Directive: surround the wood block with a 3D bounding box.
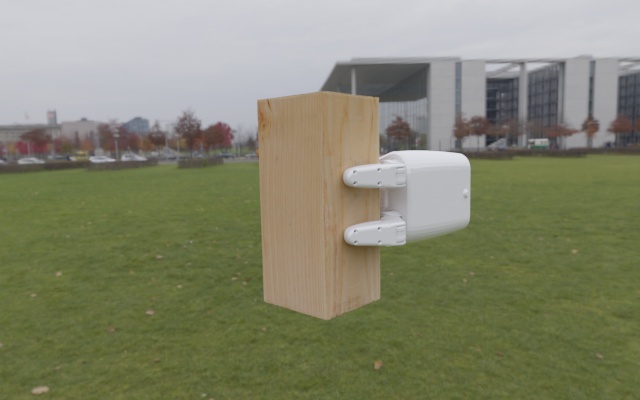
[{"bbox_3d":[0.000,0.001,0.485,0.091,0.206,0.090,4,8,43],"label":"wood block"}]
